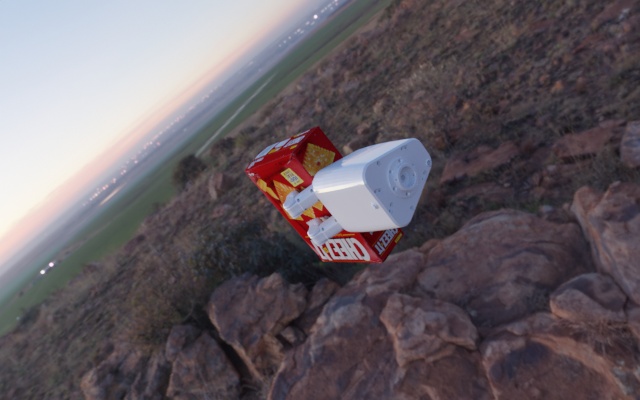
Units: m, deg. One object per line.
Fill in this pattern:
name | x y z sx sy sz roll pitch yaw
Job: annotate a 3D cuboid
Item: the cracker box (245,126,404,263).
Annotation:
cracker box | 0.000 0.002 0.735 0.072 0.214 0.164 -49 21 -26
